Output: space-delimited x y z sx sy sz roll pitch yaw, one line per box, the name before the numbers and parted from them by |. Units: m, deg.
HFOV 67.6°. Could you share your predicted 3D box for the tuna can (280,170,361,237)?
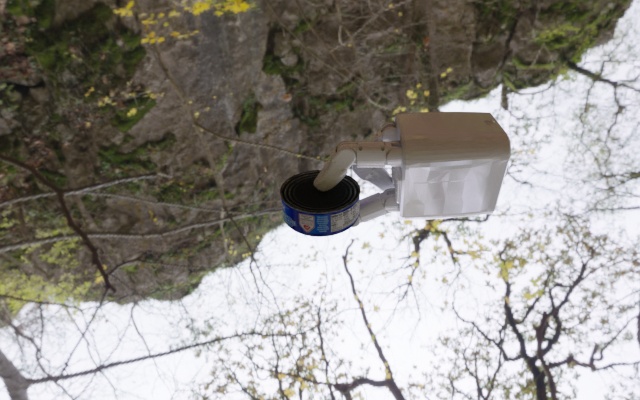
tuna can | 0.000 0.002 0.517 0.086 0.034 0.086 -1 33 1
